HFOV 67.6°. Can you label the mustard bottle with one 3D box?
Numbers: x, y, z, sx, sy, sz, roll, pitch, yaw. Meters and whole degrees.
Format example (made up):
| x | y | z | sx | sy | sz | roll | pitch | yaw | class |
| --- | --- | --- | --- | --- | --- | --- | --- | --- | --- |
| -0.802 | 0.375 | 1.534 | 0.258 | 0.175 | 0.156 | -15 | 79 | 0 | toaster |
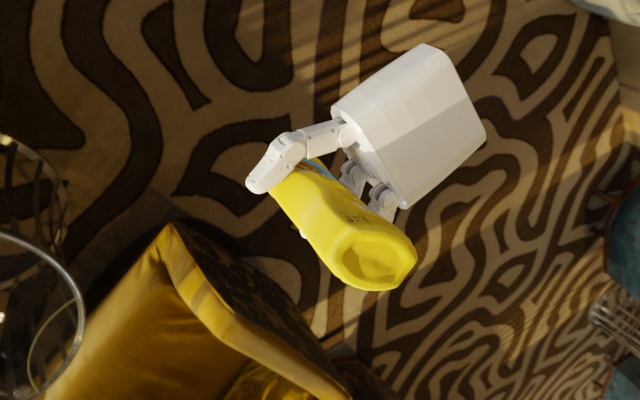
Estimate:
| x | y | z | sx | sy | sz | roll | pitch | yaw | class |
| --- | --- | --- | --- | --- | --- | --- | --- | --- | --- |
| 0.000 | 0.002 | 0.439 | 0.096 | 0.058 | 0.191 | 25 | 14 | -40 | mustard bottle |
